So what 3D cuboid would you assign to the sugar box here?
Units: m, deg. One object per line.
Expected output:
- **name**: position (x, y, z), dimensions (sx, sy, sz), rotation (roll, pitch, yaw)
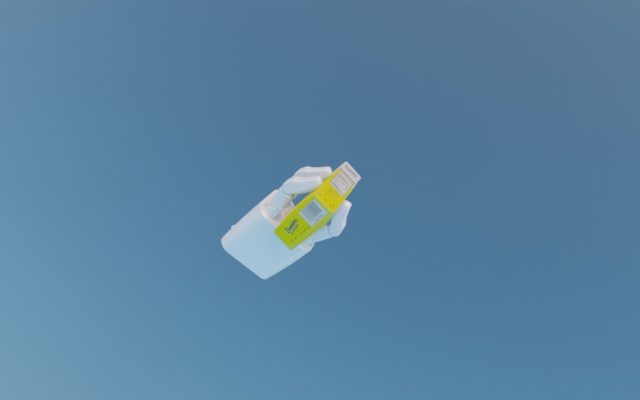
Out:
- **sugar box**: position (0.000, 0.002, 0.746), dimensions (0.093, 0.048, 0.176), rotation (-40, 6, 26)
